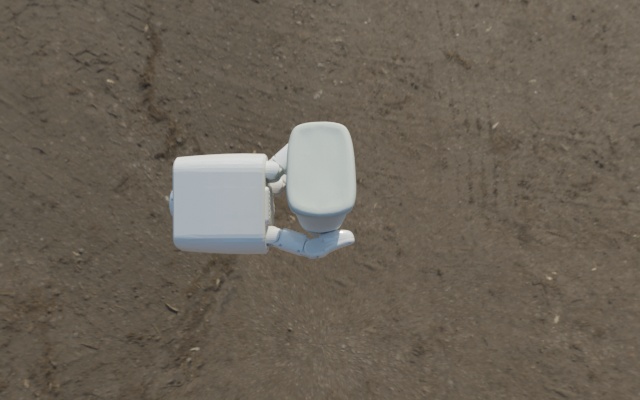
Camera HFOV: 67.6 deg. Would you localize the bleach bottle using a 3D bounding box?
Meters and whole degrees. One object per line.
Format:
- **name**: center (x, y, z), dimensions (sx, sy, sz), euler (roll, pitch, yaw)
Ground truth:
- **bleach bottle**: center (0.000, 0.002, 0.577), dimensions (0.068, 0.102, 0.251), euler (-1, -17, 0)
